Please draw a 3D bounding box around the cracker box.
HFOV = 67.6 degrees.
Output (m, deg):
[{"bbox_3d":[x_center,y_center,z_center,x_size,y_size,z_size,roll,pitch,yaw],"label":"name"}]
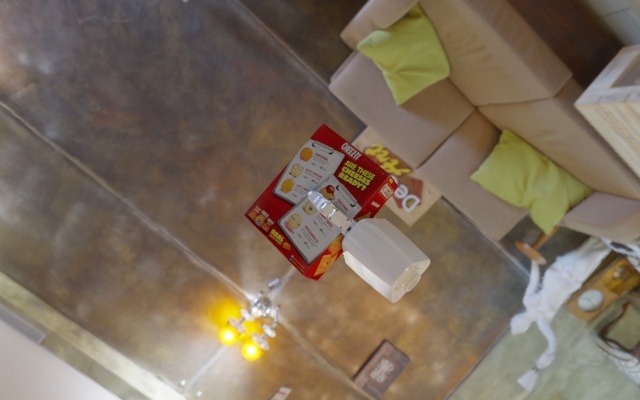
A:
[{"bbox_3d":[0.000,0.003,0.818,0.164,0.213,0.072,41,1,27],"label":"cracker box"}]
